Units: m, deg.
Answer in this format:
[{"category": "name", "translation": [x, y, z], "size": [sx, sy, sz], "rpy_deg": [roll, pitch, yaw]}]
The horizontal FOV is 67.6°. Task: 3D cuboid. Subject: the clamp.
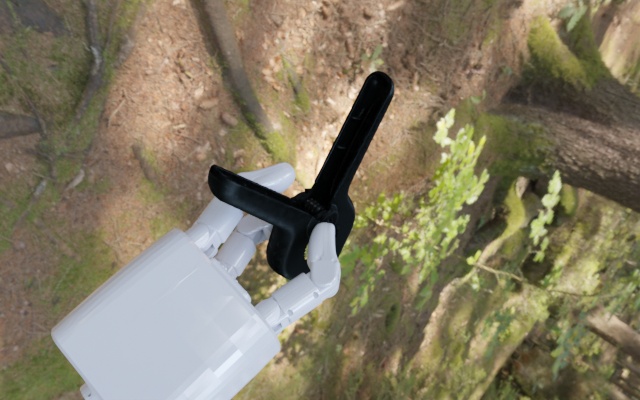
[{"category": "clamp", "translation": [0.000, 0.002, 0.401], "size": [0.164, 0.210, 0.036], "rpy_deg": [-38, 58, -21]}]
